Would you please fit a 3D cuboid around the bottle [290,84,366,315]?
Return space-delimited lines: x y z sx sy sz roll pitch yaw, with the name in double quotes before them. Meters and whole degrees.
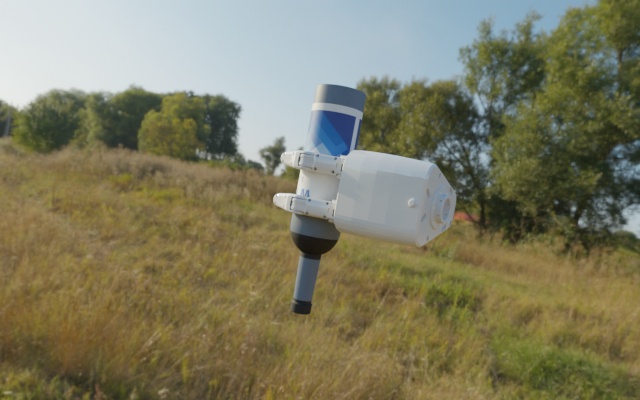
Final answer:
"bottle" 0.000 0.002 0.625 0.069 0.296 0.069 11 2 0
